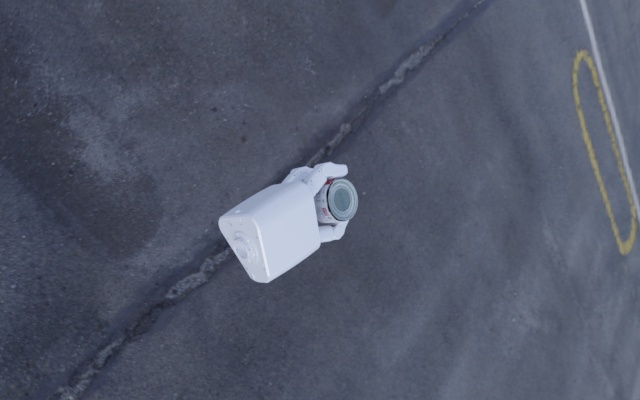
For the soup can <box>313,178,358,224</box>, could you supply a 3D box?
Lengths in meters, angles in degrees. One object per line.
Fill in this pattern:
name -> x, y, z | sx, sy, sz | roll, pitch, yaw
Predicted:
soup can -> 0.001, 0.002, 0.756 | 0.068, 0.068, 0.102 | 0, -5, -43
